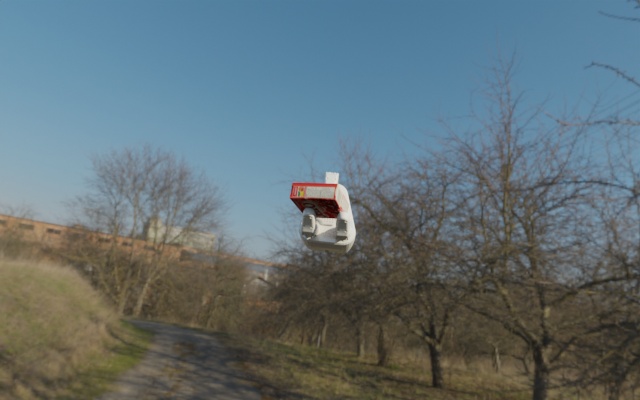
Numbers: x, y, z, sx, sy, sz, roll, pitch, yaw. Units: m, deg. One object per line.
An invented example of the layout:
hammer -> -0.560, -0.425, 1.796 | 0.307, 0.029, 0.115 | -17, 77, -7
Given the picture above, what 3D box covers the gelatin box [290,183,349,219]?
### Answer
gelatin box -> 0.000, 0.002, 0.752 | 0.073, 0.030, 0.089 | 2, -22, 16
